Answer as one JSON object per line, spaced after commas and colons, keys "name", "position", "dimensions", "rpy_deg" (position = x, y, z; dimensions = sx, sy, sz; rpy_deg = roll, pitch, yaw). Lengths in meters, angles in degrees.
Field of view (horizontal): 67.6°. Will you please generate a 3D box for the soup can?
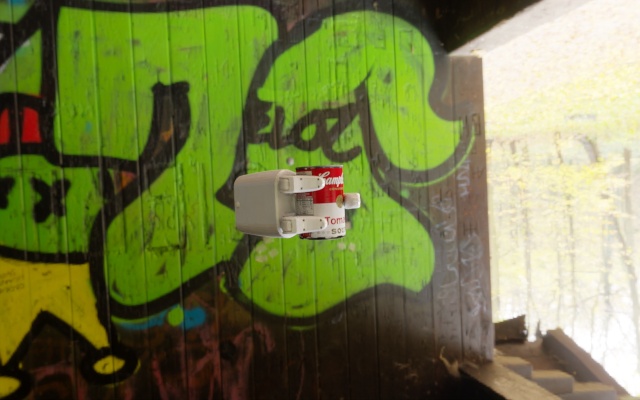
{"name": "soup can", "position": [0.001, 0.003, 0.678], "dimensions": [0.068, 0.102, 0.068], "rpy_deg": [-2, 2, 0]}
